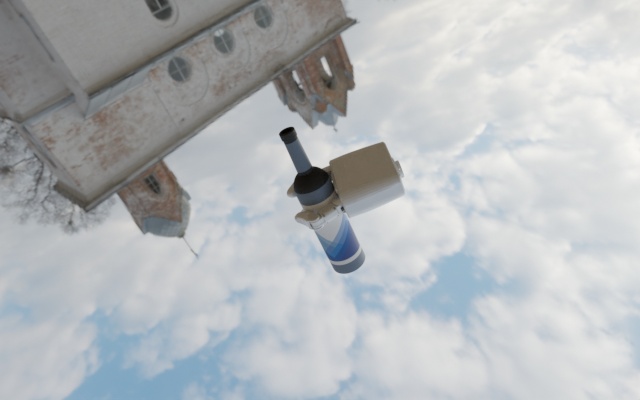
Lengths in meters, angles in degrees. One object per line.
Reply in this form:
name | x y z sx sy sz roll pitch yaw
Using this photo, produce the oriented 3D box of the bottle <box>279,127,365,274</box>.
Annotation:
bottle | 0.000 0.003 0.839 0.069 0.296 0.069 -19 31 12
